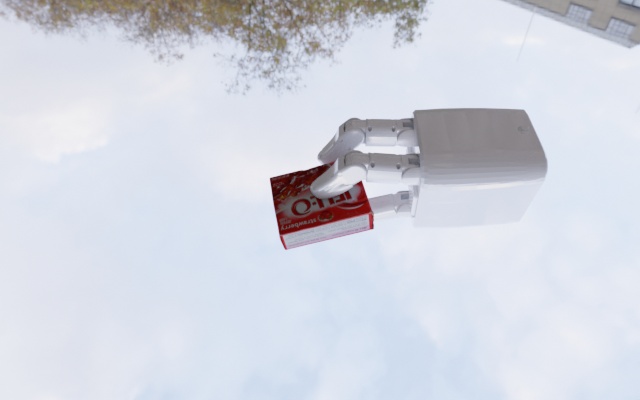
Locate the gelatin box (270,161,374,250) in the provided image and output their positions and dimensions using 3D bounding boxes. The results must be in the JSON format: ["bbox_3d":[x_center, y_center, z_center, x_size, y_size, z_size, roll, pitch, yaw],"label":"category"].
[{"bbox_3d":[0.000,0.002,0.459,0.089,0.073,0.030,-14,-39,-1],"label":"gelatin box"}]
